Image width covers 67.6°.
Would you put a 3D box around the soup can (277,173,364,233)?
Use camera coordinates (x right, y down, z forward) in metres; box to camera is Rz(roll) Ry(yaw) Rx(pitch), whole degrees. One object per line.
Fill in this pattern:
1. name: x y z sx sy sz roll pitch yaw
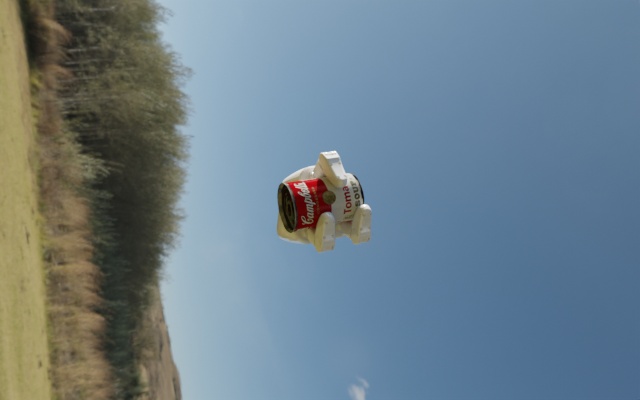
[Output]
1. soup can: 0.001 0.002 0.652 0.102 0.068 0.068 -10 4 -22
